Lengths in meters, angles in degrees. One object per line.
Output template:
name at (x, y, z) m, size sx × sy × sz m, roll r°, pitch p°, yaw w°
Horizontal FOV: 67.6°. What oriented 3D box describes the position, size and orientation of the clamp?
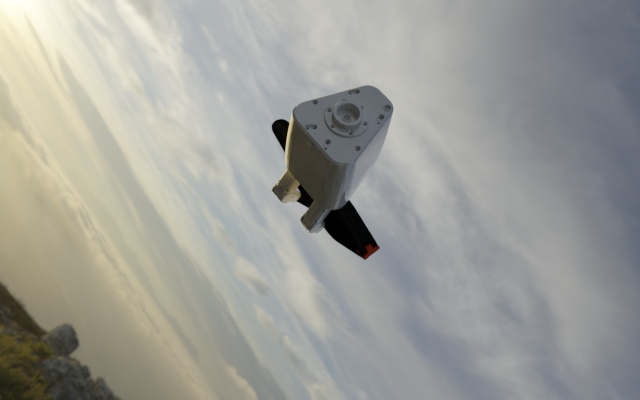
clamp at (0.001, 0.002, 0.668) m, size 0.036 × 0.210 × 0.165 m, roll -35°, pitch -17°, yaw -19°
